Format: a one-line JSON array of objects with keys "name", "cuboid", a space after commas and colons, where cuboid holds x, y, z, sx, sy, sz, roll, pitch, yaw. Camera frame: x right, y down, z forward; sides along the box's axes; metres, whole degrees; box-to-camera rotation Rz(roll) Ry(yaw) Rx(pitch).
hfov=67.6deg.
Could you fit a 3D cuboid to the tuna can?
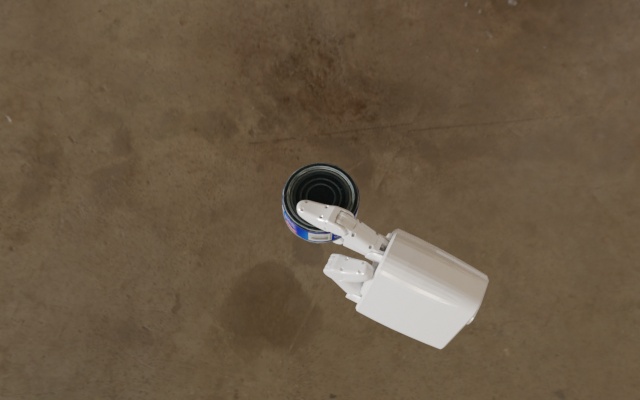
[{"name": "tuna can", "cuboid": [0.000, 0.001, 0.527, 0.086, 0.086, 0.034, 0, -24, -1]}]
